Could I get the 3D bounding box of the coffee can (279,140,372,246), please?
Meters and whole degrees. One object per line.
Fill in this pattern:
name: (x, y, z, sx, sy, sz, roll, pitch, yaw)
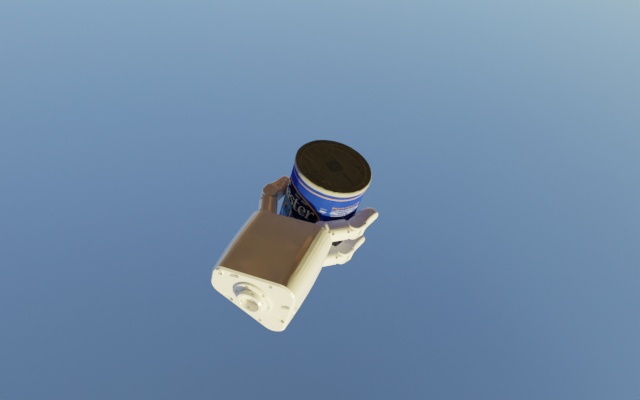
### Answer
coffee can: (0.000, 0.002, 0.661, 0.103, 0.102, 0.140, 0, -43, -20)
